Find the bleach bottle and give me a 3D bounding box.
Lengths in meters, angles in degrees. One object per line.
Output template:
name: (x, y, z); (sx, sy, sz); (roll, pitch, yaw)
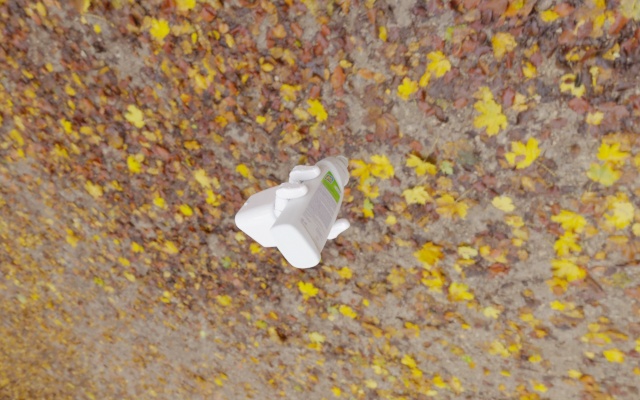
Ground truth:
bleach bottle: (0.000, 0.003, 0.895); (0.068, 0.103, 0.250); (-15, 30, 37)
